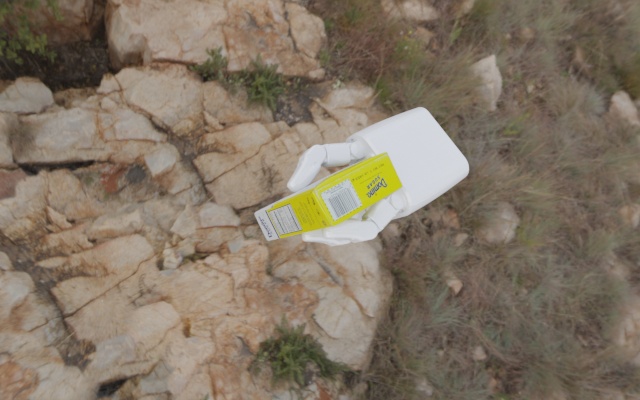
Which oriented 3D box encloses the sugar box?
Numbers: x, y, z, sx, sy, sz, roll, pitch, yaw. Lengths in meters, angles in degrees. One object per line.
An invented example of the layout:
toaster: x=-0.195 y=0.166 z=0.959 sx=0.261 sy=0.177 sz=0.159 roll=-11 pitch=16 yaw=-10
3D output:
sugar box: x=0.000 y=0.002 z=0.524 sx=0.093 sy=0.048 sz=0.176 roll=-27 pitch=1 yaw=-26
